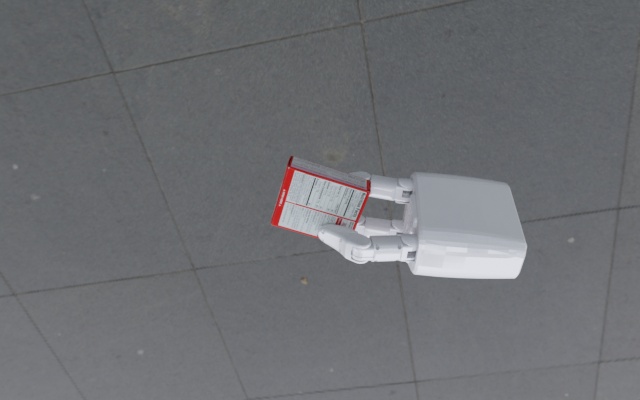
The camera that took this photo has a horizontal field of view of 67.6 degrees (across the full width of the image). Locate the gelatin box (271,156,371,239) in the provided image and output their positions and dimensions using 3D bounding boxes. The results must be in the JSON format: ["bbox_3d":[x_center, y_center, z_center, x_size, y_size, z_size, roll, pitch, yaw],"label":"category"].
[{"bbox_3d":[0.000,0.002,0.501,0.089,0.073,0.030,16,30,-5],"label":"gelatin box"}]
